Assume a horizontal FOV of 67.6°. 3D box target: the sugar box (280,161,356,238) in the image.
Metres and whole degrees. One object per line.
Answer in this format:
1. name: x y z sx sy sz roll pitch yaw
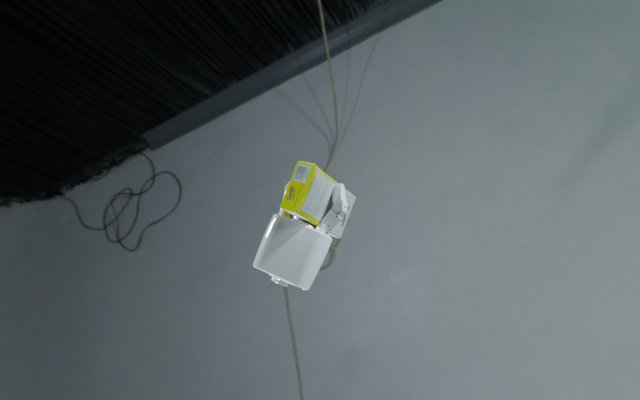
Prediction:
1. sugar box: 0.000 0.003 0.895 0.048 0.093 0.176 16 -11 30
